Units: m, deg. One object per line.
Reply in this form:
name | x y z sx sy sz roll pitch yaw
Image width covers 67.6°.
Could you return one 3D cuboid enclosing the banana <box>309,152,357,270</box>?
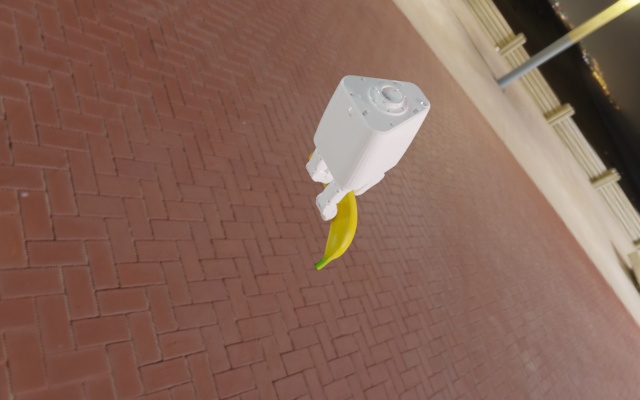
banana | 0.019 0.003 0.711 0.069 0.197 0.037 -8 -31 9
